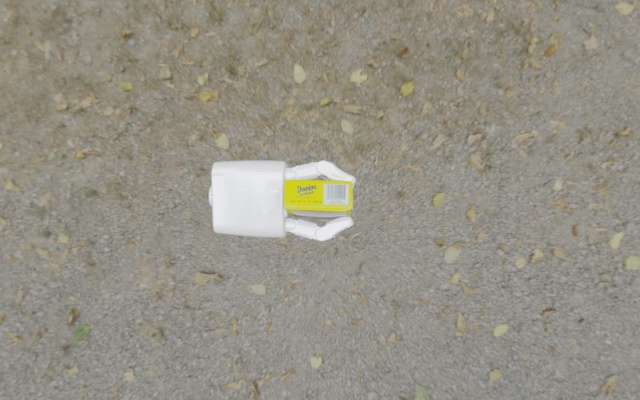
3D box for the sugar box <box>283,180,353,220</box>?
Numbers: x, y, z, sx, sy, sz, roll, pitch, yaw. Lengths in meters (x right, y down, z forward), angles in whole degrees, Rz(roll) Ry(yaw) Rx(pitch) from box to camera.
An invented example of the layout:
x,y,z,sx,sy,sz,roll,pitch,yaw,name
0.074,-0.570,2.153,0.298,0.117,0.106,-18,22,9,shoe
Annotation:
x,y,z,sx,sy,sz,roll,pitch,yaw,name
0.000,0.002,0.714,0.093,0.048,0.176,2,-4,2,sugar box
